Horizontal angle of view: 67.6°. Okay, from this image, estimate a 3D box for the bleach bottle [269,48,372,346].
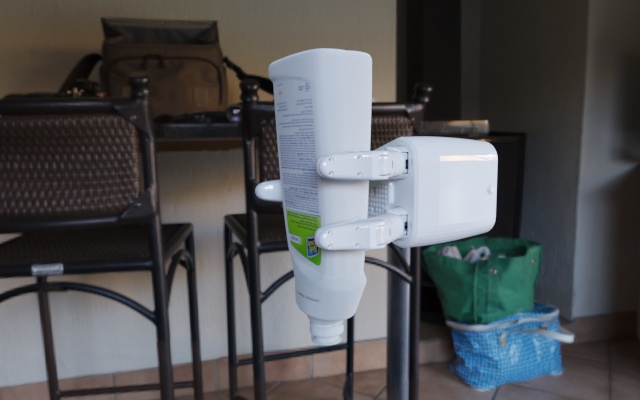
[{"bbox_3d":[0.000,0.001,0.428,0.068,0.251,0.102,-4,8,-30],"label":"bleach bottle"}]
